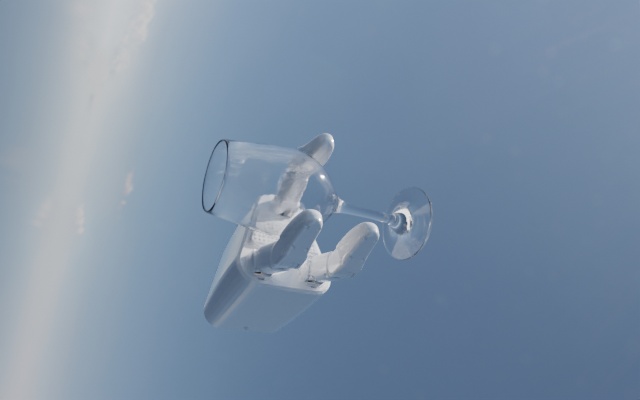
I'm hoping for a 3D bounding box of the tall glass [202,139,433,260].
[{"bbox_3d":[0.001,0.001,0.430,0.201,0.079,0.079,14,-7,-28],"label":"tall glass"}]
